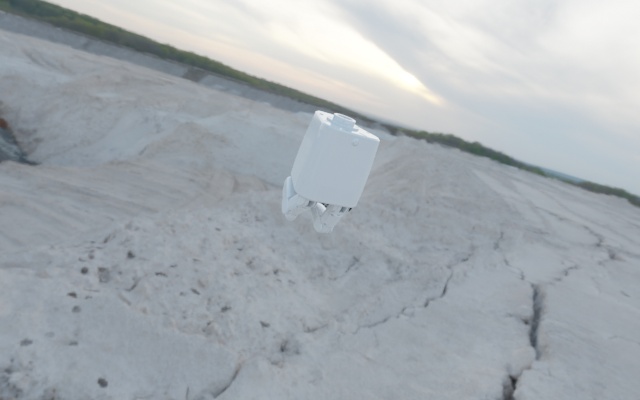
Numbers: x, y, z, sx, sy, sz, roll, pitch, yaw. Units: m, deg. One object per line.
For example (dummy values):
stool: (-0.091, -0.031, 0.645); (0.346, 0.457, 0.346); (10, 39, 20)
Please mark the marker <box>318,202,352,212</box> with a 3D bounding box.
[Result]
marker: (0.000, 0.003, 0.770); (0.121, 0.020, 0.020); (10, -5, -31)
